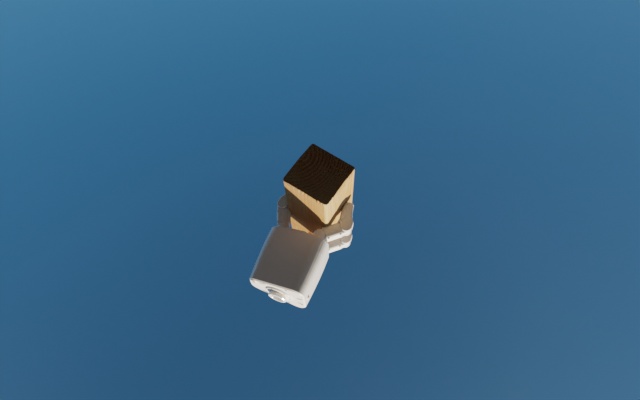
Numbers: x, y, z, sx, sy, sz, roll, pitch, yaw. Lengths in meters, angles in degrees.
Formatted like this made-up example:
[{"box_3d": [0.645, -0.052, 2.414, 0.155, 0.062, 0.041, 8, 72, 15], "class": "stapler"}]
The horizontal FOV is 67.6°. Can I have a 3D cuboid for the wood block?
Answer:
[{"box_3d": [0.000, 0.003, 0.877, 0.091, 0.090, 0.206, 31, -23, 16], "class": "wood block"}]
